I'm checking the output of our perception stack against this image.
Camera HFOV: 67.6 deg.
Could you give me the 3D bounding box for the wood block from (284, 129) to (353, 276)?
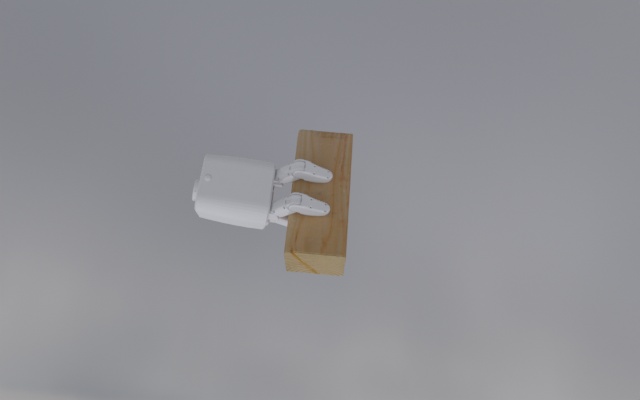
[{"bbox_3d":[0.000,0.003,0.744,0.090,0.206,0.091,5,-26,1],"label":"wood block"}]
